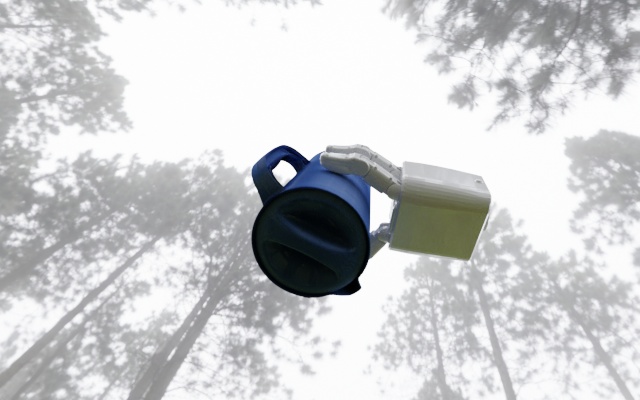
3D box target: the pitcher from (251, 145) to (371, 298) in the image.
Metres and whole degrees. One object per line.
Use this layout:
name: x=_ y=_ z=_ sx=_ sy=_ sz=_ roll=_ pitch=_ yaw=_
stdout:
pitcher: x=0.000 y=0.002 z=0.624 sx=0.145 sy=0.149 sz=0.242 roll=8 pitch=21 yaw=6
